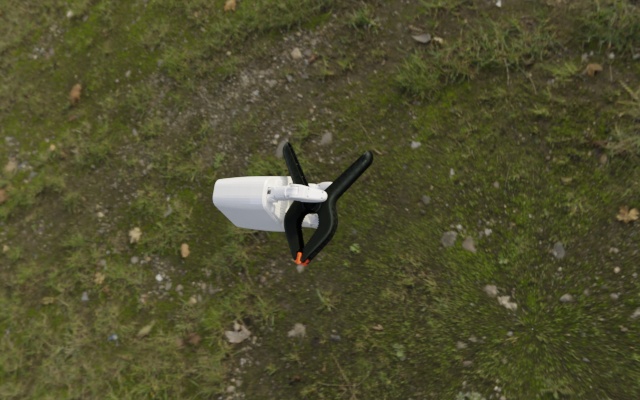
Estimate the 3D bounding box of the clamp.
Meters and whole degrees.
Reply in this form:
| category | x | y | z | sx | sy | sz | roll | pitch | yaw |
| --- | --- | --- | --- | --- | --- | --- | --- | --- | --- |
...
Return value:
| category | x | y | z | sx | sy | sz | roll | pitch | yaw |
| --- | --- | --- | --- | --- | --- | --- | --- | --- | --- |
| clamp | 0.000 | 0.003 | 0.782 | 0.164 | 0.210 | 0.036 | 1 | -13 | 25 |
